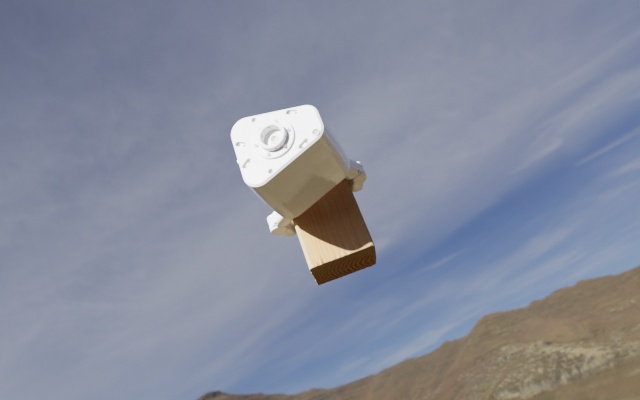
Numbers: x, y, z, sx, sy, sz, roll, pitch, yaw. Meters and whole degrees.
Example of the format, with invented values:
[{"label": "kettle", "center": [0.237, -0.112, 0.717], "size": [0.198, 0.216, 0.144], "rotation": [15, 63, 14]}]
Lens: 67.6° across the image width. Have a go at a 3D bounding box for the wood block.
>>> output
[{"label": "wood block", "center": [0.000, 0.002, 0.684], "size": [0.091, 0.206, 0.090], "rotation": [-20, -25, -1]}]
